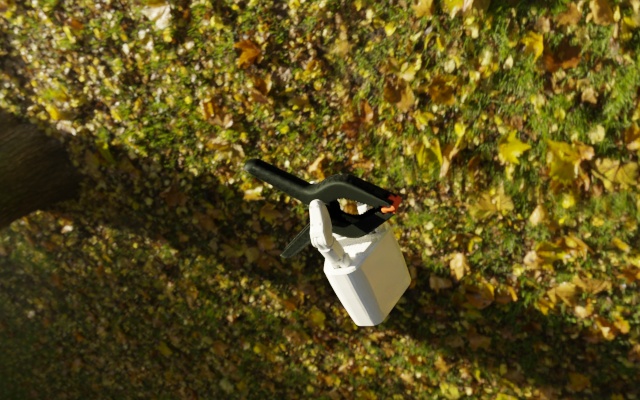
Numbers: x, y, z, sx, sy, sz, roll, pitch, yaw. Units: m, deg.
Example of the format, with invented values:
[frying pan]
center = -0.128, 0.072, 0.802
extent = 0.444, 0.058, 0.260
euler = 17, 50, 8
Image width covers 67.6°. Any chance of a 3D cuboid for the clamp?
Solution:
[clamp]
center = 0.000, 0.003, 0.636
extent = 0.210, 0.165, 0.036
euler = -10, 29, 32
